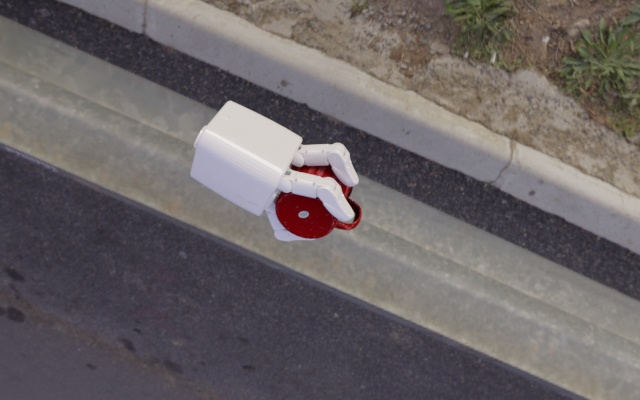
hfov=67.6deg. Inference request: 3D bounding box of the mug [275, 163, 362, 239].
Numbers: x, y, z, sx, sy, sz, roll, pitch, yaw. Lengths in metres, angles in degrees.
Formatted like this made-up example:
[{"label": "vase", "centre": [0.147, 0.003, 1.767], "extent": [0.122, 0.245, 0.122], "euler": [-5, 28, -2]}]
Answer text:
[{"label": "mug", "centre": [0.001, 0.003, 0.631], "extent": [0.117, 0.093, 0.081], "euler": [29, 41, -6]}]
